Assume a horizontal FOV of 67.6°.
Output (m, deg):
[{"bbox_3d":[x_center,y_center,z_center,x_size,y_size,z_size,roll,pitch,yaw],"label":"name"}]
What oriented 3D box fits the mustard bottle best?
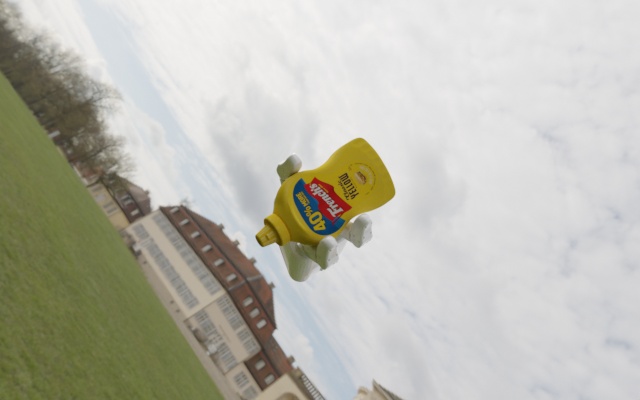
[{"bbox_3d":[0.000,0.002,0.611,0.191,0.096,0.058,-32,5,-22],"label":"mustard bottle"}]
